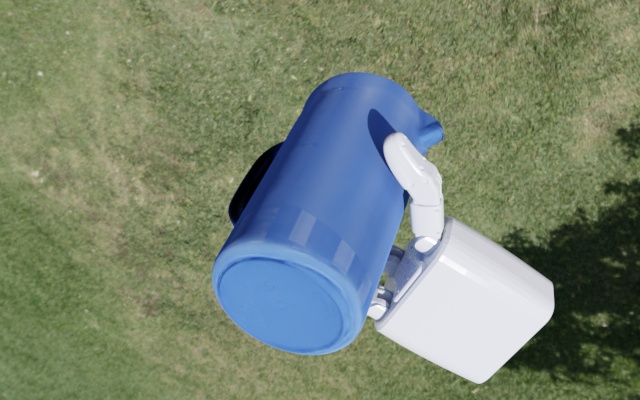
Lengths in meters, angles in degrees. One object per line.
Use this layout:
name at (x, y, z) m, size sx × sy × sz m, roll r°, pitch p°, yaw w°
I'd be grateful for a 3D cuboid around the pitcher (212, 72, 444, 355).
pitcher at (0.000, 0.001, 0.406) m, size 0.145 × 0.149 × 0.242 m, roll 32°, pitch 41°, yaw -4°
